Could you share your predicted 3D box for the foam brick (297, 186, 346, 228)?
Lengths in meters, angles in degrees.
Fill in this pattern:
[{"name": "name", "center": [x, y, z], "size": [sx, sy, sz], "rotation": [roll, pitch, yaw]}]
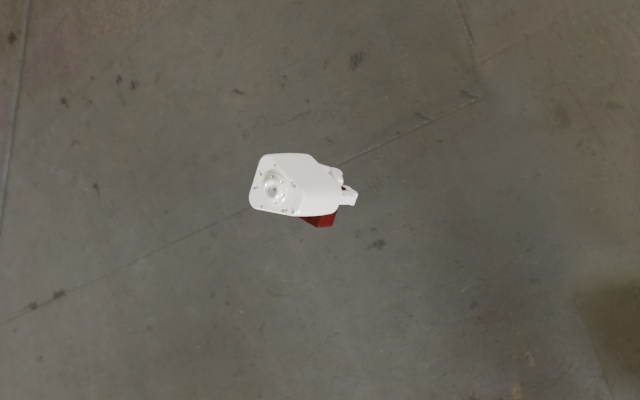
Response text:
[{"name": "foam brick", "center": [0.000, 0.003, 0.852], "size": [0.053, 0.078, 0.051], "rotation": [28, 18, 29]}]
